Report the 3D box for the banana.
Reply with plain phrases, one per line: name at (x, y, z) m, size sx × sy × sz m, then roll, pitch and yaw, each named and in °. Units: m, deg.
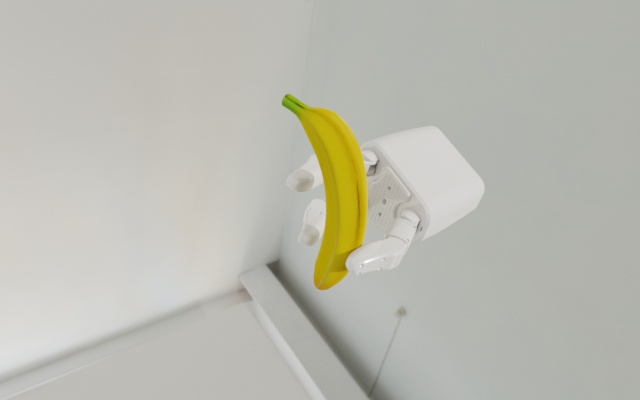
banana at (0.013, 0.002, 0.432) m, size 0.037 × 0.198 × 0.069 m, roll -26°, pitch 28°, yaw -38°
